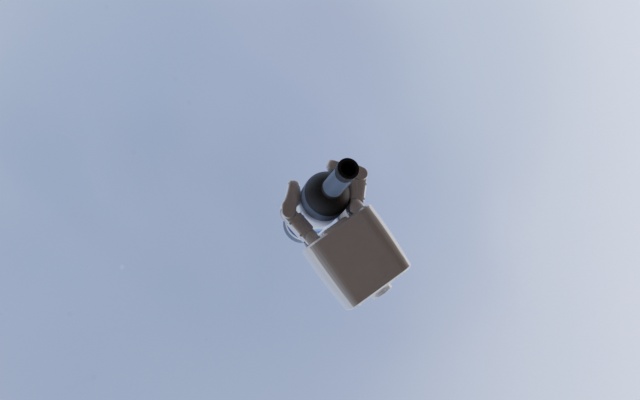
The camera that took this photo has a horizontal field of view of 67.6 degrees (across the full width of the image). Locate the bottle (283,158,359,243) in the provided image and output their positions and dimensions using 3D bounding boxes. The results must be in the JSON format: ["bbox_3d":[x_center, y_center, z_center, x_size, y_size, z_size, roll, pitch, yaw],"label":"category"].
[{"bbox_3d":[0.000,0.002,0.699,0.069,0.069,0.296,0,-16,-13],"label":"bottle"}]
